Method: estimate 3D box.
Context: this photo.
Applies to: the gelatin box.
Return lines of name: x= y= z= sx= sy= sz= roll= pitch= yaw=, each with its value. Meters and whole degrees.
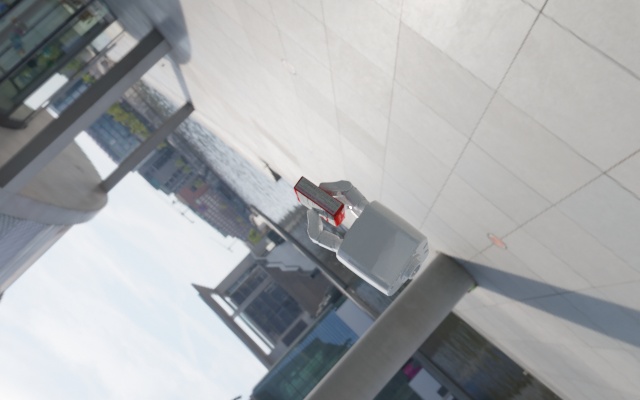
gelatin box: x=0.000 y=0.003 z=0.810 sx=0.089 sy=0.030 sz=0.073 roll=34 pitch=-11 yaw=13
